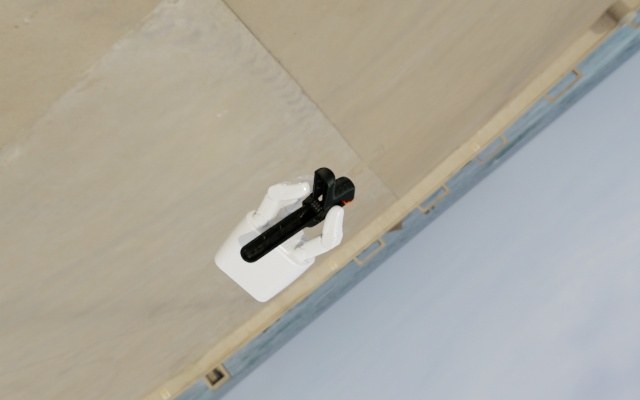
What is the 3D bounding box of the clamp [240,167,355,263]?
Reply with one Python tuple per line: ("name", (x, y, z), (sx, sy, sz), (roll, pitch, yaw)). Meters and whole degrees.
("clamp", (0.001, 0.003, 0.639), (0.165, 0.036, 0.210), (-45, -12, 32))
